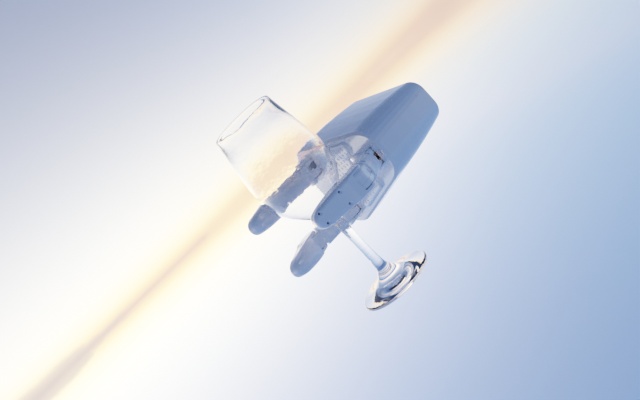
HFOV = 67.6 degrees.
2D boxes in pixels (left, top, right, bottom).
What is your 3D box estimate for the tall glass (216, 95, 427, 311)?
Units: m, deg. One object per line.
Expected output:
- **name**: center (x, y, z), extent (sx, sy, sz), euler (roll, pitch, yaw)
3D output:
- **tall glass**: center (0.000, 0.002, 0.424), extent (0.079, 0.201, 0.079), euler (-43, 7, 6)
